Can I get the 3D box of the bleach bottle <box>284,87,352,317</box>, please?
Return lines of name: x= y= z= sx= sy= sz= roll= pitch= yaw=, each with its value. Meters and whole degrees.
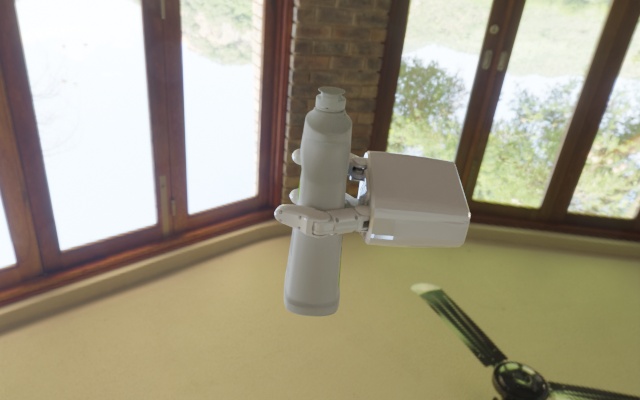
bleach bottle: x=0.000 y=0.002 z=0.539 sx=0.068 sy=0.251 sz=0.102 roll=4 pitch=27 yaw=-4
